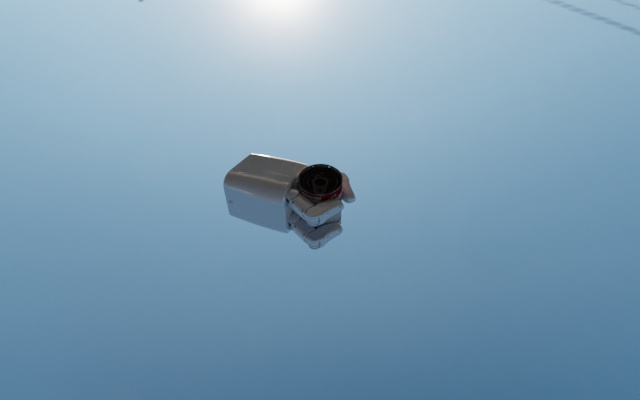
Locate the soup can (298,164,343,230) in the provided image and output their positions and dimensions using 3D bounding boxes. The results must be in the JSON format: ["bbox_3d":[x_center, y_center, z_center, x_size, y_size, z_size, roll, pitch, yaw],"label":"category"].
[{"bbox_3d":[0.001,0.003,0.754,0.068,0.068,0.102,0,-44,1],"label":"soup can"}]
